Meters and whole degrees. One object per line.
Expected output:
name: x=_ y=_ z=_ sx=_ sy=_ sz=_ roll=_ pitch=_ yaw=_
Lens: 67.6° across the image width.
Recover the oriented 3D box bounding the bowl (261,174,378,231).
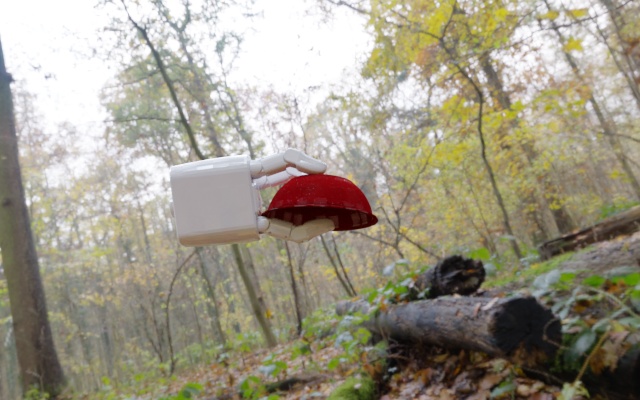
bowl: x=0.001 y=0.002 z=0.666 sx=0.162 sy=0.055 sz=0.162 roll=3 pitch=-14 yaw=1
